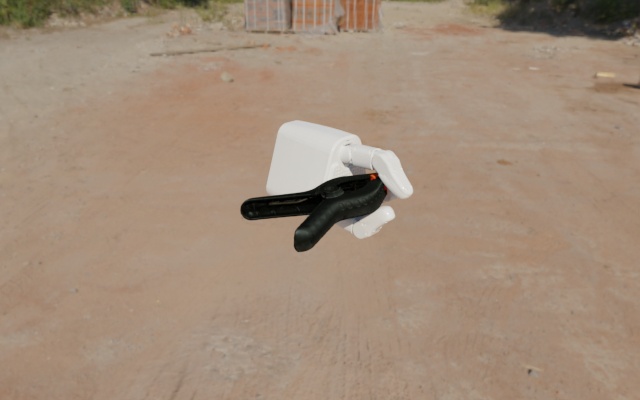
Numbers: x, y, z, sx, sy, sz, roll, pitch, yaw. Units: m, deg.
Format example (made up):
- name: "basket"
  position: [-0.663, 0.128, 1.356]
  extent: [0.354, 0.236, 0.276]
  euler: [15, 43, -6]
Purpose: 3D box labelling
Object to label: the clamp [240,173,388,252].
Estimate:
- name: "clamp"
  position: [0.000, 0.001, 0.529]
  extent: [0.120, 0.039, 0.171]
  euler: [24, 34, 39]
